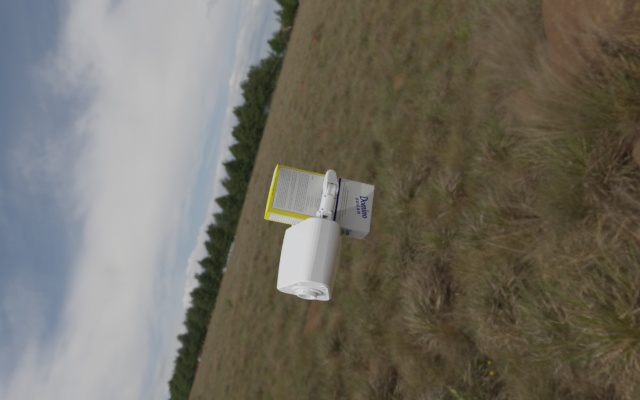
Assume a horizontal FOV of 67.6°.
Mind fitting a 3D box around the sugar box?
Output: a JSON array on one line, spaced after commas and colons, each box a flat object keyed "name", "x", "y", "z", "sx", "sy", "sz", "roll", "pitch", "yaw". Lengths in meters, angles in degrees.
[{"name": "sugar box", "x": 0.000, "y": 0.003, "z": 0.819, "sx": 0.176, "sy": 0.093, "sz": 0.048, "roll": 14, "pitch": -24, "yaw": -9}]
